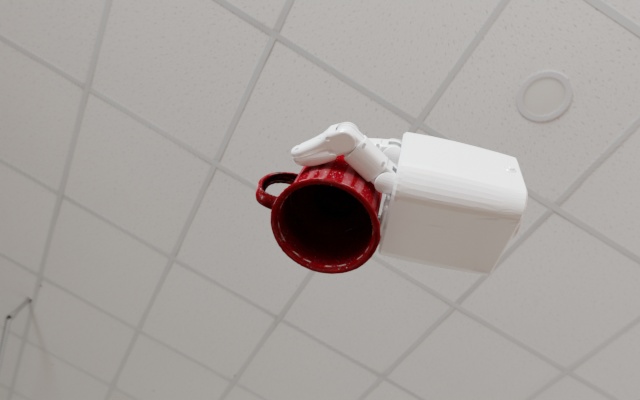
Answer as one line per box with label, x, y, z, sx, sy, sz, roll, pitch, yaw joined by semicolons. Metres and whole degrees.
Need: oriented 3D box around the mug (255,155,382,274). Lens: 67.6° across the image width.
mug;-0.001;0.001;0.429;0.117;0.093;0.081;14;31;6
